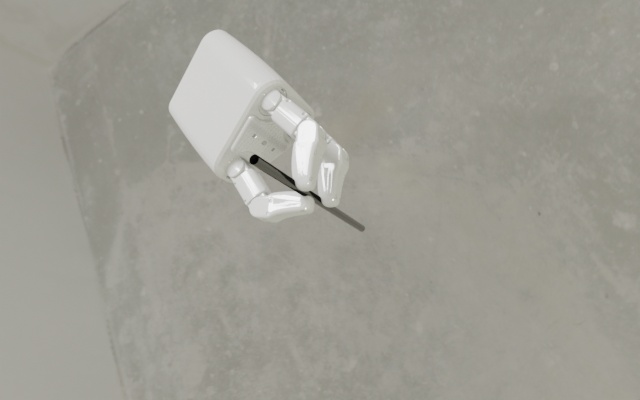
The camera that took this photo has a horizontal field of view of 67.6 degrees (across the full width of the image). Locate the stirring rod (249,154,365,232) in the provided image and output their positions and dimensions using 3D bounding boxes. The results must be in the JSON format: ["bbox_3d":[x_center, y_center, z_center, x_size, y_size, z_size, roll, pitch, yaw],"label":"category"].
[{"bbox_3d":[0.000,0.001,0.450,0.011,0.011,0.239,0,-15,24],"label":"stirring rod"}]
